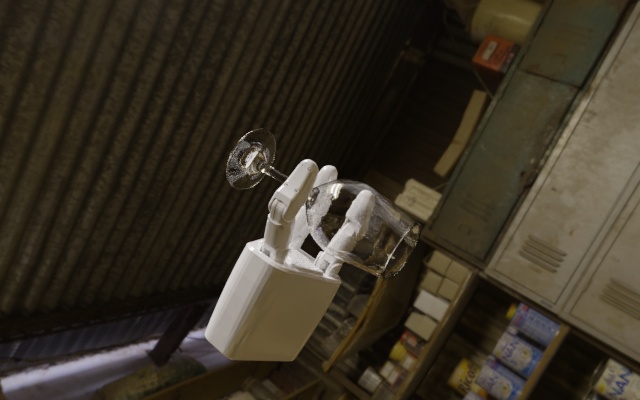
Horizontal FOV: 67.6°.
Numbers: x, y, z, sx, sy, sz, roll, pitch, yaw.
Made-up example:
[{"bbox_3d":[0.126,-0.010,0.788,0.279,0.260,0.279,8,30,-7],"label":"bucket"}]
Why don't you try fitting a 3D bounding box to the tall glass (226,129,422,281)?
[{"bbox_3d":[0.000,0.001,0.482,0.201,0.079,0.079,31,15,26],"label":"tall glass"}]
